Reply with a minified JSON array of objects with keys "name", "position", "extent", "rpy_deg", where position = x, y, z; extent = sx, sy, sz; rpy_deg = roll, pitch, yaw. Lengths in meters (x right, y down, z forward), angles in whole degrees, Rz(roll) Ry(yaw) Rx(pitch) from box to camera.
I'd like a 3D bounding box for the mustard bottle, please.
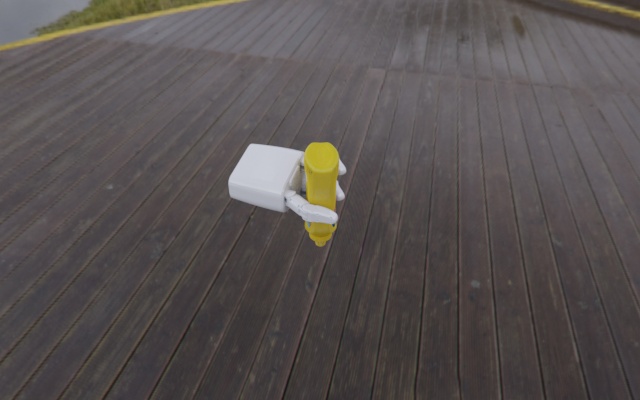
[{"name":"mustard bottle","position":[0.000,0.003,0.831],"extent":[0.058,0.192,0.096],"rpy_deg":[-2,36,-4]}]
